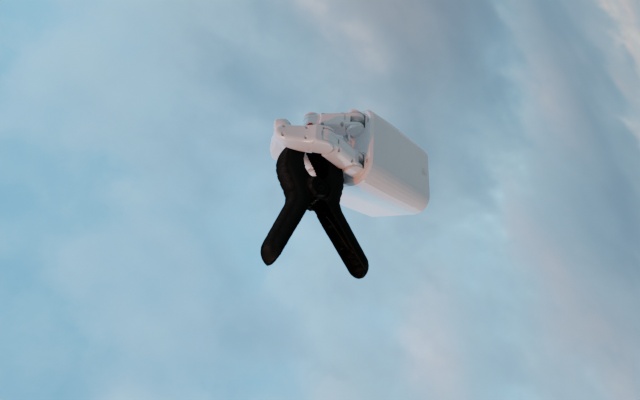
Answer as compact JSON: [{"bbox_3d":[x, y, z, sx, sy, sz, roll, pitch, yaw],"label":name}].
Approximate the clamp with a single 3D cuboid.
[{"bbox_3d":[0.000,0.002,0.495,0.120,0.171,0.039,26,-36,-33],"label":"clamp"}]
